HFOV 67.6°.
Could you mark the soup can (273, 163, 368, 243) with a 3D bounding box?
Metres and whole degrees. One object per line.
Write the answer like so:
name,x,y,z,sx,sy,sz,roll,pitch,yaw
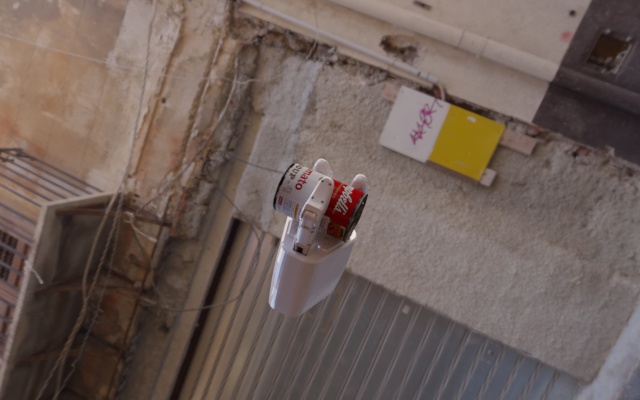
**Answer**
soup can,0.000,0.002,0.603,0.102,0.068,0.068,24,5,11
